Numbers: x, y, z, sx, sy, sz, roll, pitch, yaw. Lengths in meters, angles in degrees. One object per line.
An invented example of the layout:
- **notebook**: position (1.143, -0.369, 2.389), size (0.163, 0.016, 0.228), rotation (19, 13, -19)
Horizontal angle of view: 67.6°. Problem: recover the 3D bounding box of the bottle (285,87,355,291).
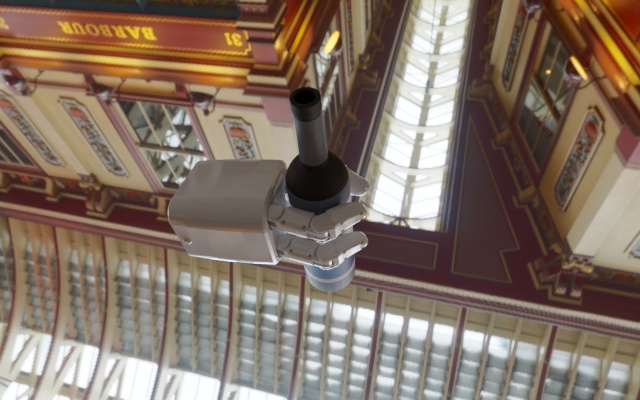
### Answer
- **bottle**: position (0.000, 0.002, 0.522), size (0.069, 0.069, 0.296), rotation (0, -38, 7)
